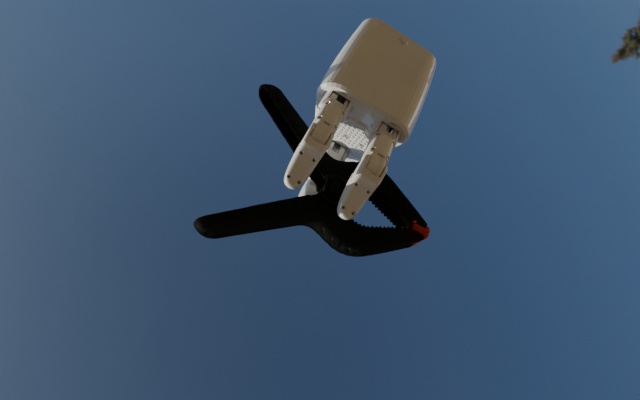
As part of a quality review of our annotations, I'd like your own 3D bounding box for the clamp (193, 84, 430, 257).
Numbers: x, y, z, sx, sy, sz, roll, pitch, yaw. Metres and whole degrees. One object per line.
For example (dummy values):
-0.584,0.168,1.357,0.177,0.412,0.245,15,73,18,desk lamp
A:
0.000,0.002,0.444,0.210,0.164,0.036,30,-26,-6,clamp
